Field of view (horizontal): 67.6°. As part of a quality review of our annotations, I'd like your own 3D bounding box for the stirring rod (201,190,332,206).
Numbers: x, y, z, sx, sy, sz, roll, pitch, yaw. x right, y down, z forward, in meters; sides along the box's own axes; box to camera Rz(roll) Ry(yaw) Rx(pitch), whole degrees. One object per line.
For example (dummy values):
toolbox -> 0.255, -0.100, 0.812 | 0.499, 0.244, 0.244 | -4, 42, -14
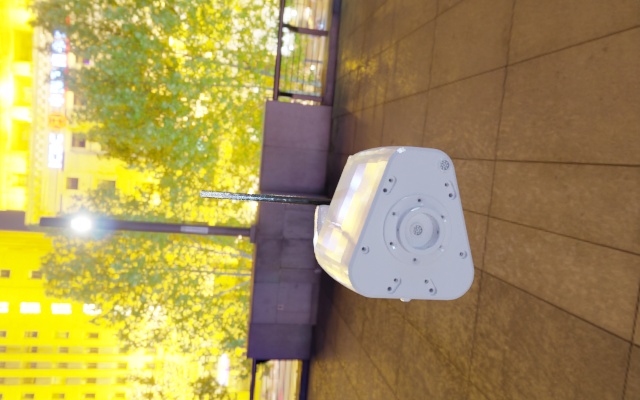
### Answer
stirring rod -> 0.000, 0.002, 0.493 | 0.239, 0.011, 0.011 | 4, -1, -11
